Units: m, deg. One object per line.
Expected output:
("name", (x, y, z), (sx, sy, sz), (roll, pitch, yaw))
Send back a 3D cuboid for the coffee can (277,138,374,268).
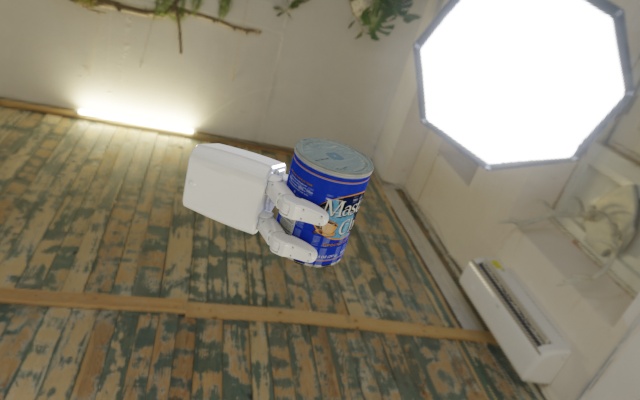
("coffee can", (0.000, 0.002, 0.630), (0.103, 0.140, 0.102), (14, 27, -7))
